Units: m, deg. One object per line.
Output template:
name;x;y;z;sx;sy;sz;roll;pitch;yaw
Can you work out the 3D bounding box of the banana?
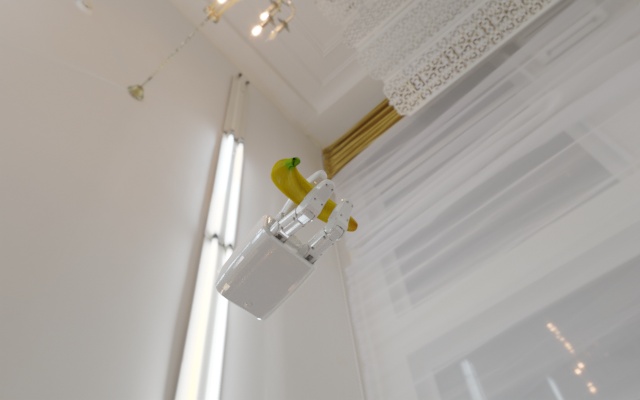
banana;-0.015;-0.006;0.661;0.069;0.037;0.198;26;-11;38
